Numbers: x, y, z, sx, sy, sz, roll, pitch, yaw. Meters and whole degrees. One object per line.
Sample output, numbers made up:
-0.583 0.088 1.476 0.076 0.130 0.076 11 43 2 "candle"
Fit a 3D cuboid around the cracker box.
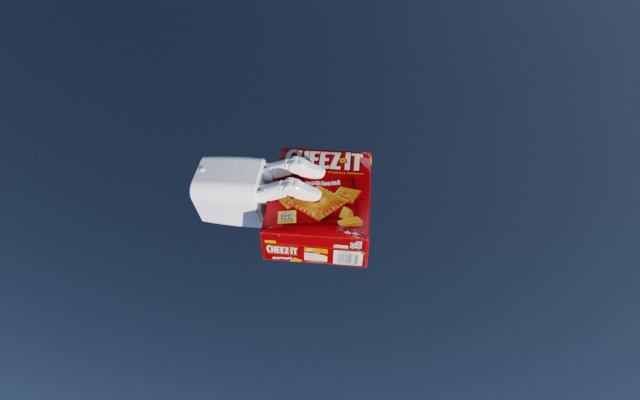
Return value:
0.000 0.003 0.788 0.164 0.072 0.213 4 44 3 "cracker box"
